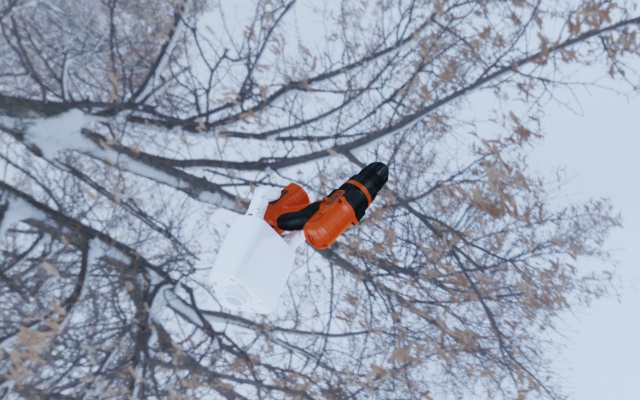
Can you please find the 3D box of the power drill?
[{"bbox_3d":[0.000,0.003,0.757,0.187,0.057,0.184,-5,31,51],"label":"power drill"}]
